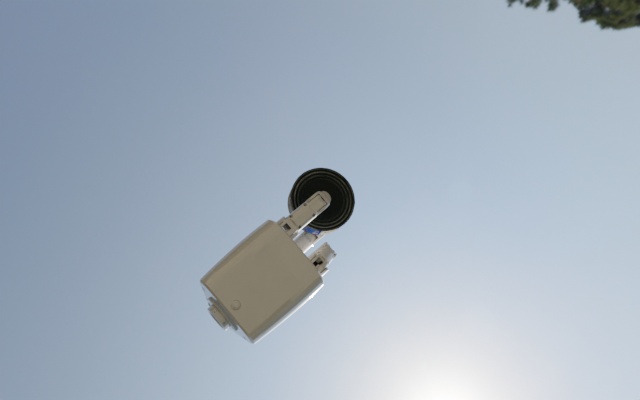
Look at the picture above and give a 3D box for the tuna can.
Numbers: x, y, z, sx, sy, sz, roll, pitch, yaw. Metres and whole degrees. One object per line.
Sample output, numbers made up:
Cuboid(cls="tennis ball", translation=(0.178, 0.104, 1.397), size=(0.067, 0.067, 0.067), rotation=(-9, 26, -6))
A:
Cuboid(cls="tuna can", translation=(0.000, 0.002, 0.633), size=(0.086, 0.086, 0.034), rotation=(0, -16, -13))
